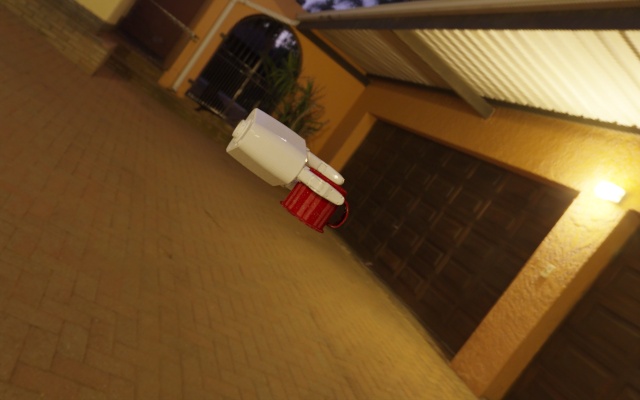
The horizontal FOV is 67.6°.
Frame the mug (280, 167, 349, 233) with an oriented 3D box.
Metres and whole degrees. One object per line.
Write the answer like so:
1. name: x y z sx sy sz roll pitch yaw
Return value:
1. mug: 0.001 0.003 0.822 0.117 0.081 0.093 34 5 -22
